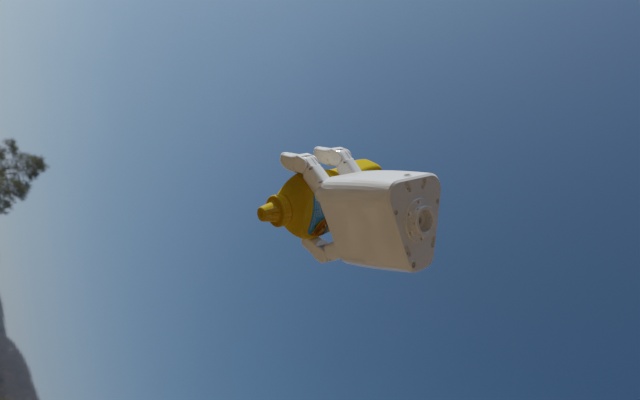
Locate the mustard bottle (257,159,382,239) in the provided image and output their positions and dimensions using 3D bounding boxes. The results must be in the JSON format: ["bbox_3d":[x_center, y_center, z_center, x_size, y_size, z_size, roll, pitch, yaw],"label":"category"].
[{"bbox_3d":[0.000,0.002,0.640,0.191,0.096,0.058,-12,34,-40],"label":"mustard bottle"}]
